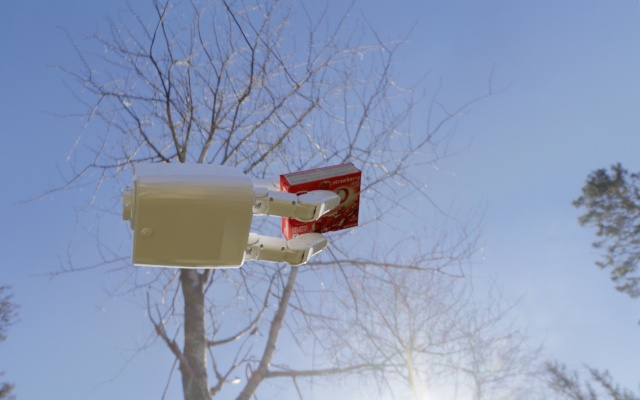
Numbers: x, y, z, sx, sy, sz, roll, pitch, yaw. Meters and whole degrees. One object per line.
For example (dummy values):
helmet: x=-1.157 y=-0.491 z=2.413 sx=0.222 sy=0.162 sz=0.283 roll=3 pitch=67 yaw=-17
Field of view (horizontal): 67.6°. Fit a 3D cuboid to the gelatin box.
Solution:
gelatin box: x=0.000 y=0.001 z=0.534 sx=0.089 sy=0.073 sz=0.030 roll=-12 pitch=34 yaw=-20
